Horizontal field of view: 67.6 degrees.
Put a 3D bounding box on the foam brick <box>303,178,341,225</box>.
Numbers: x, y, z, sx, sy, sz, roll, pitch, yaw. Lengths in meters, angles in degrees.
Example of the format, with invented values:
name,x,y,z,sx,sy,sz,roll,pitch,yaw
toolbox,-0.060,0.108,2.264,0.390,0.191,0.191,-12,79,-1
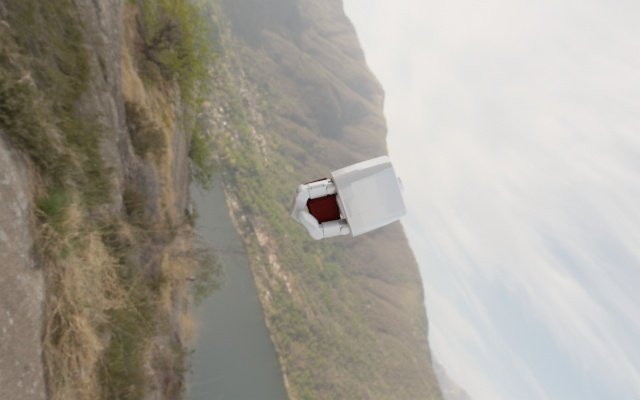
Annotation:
name,x,y,z,sx,sy,sz,roll,pitch,yaw
foam brick,0.000,0.003,0.861,0.051,0.053,0.078,-19,30,-1
